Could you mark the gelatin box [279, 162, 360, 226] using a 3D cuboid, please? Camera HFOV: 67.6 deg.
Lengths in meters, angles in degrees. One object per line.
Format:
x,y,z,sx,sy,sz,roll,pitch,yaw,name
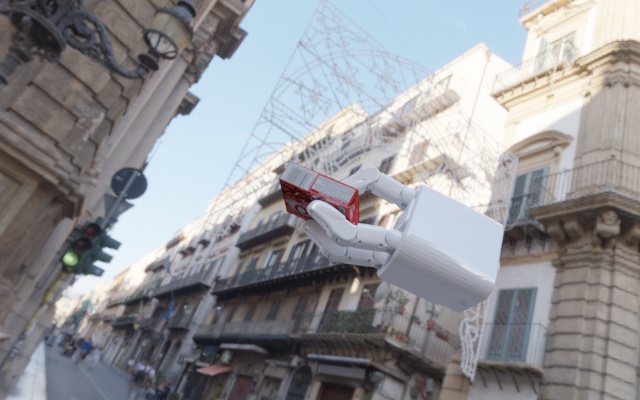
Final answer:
0.000,0.001,0.543,0.089,0.030,0.073,24,-26,17,gelatin box
